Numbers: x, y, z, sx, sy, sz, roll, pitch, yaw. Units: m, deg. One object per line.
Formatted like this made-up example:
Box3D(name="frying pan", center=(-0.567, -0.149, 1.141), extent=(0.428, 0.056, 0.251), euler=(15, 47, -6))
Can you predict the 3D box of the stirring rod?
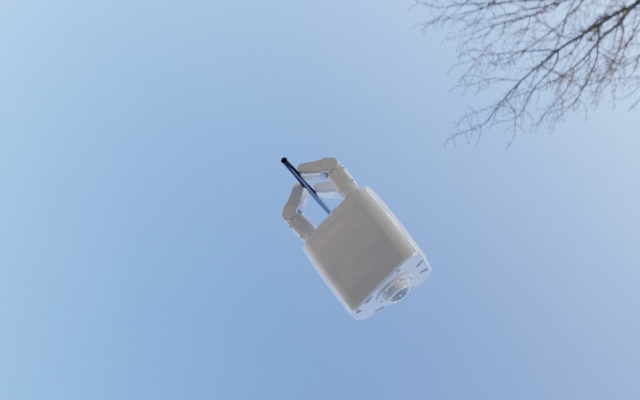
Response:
Box3D(name="stirring rod", center=(0.000, 0.002, 0.666), extent=(0.011, 0.011, 0.240), euler=(0, -25, 23))
